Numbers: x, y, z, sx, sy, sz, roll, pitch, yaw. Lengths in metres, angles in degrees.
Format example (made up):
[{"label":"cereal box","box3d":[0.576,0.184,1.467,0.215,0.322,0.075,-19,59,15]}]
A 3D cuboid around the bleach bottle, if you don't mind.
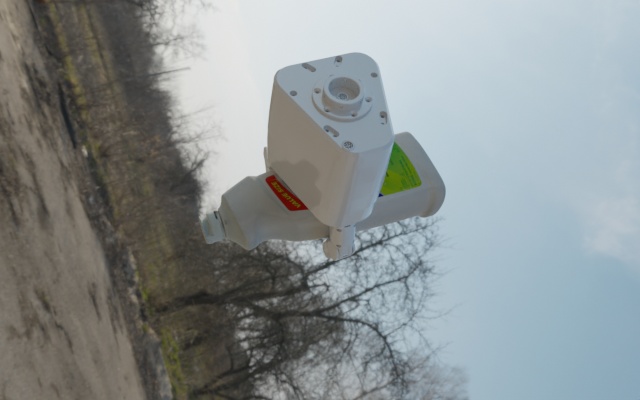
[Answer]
[{"label":"bleach bottle","box3d":[0.000,0.002,0.510,0.251,0.102,0.068,-17,-28,-17]}]
